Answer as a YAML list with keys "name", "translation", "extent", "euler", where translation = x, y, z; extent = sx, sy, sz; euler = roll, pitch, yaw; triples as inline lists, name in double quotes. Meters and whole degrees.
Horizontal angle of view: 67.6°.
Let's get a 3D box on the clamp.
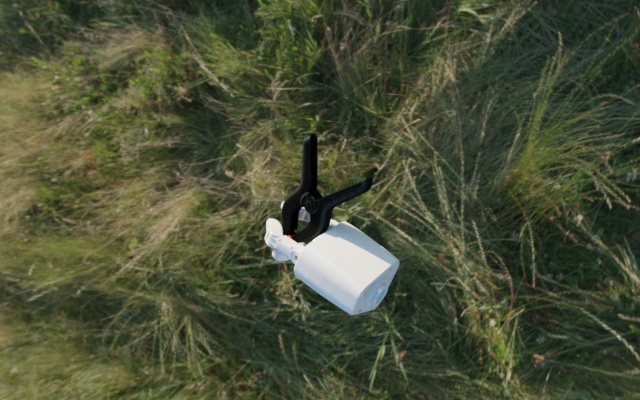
- name: "clamp"
  translation: [0.000, 0.002, 0.694]
  extent: [0.120, 0.171, 0.039]
  euler: [33, 26, 26]
